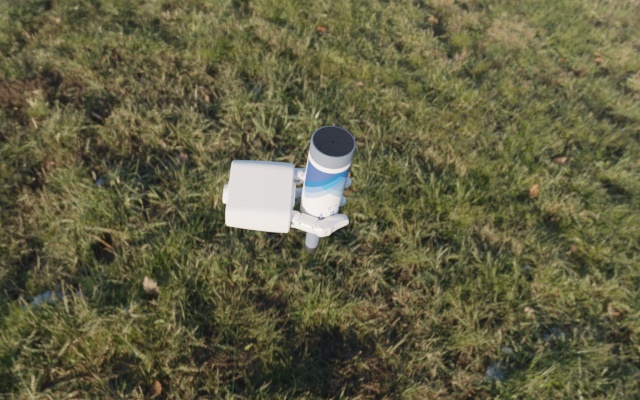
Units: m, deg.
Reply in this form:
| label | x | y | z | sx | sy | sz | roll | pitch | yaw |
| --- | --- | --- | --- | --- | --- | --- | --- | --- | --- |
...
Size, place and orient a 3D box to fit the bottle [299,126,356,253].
| label | x | y | z | sx | sy | sz | roll | pitch | yaw |
| --- | --- | --- | --- | --- | --- | --- | --- | --- | --- |
| bottle | 0.000 | 0.003 | 0.815 | 0.069 | 0.069 | 0.296 | 0 | -37 | -9 |
